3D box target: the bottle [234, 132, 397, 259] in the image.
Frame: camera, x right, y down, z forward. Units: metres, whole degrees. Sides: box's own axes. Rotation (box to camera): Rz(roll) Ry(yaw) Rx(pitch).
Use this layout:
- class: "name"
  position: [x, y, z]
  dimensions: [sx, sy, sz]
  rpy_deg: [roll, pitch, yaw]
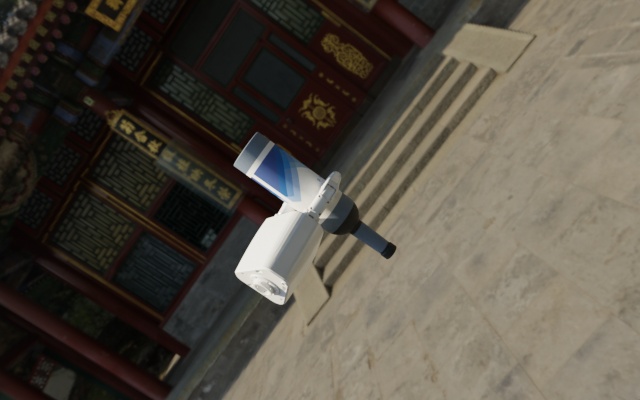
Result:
- class: "bottle"
  position: [0.000, 0.002, 0.777]
  dimensions: [0.296, 0.069, 0.069]
  rpy_deg: [36, -6, -8]
